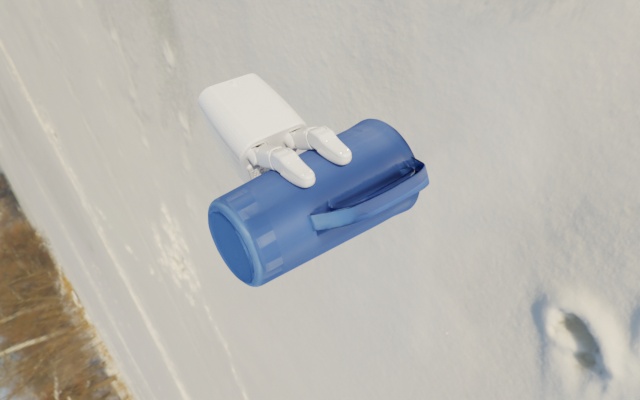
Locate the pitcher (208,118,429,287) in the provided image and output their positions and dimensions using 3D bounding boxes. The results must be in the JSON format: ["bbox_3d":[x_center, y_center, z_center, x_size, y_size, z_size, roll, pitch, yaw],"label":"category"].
[{"bbox_3d":[0.000,0.002,0.568,0.243,0.145,0.149,-28,-24,-29],"label":"pitcher"}]
